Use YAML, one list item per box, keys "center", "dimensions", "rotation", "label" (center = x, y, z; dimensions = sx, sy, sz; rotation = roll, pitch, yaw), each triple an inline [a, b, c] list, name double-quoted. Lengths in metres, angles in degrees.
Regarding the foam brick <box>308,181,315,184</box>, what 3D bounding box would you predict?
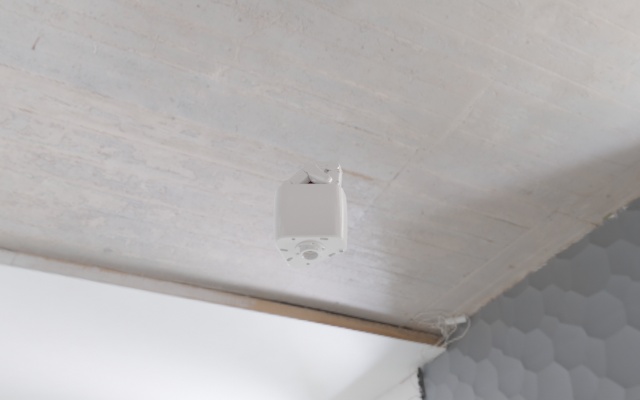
- center: [0.000, 0.003, 0.852]
  dimensions: [0.053, 0.051, 0.078]
  rotation: [-12, -42, 12]
  label: "foam brick"
